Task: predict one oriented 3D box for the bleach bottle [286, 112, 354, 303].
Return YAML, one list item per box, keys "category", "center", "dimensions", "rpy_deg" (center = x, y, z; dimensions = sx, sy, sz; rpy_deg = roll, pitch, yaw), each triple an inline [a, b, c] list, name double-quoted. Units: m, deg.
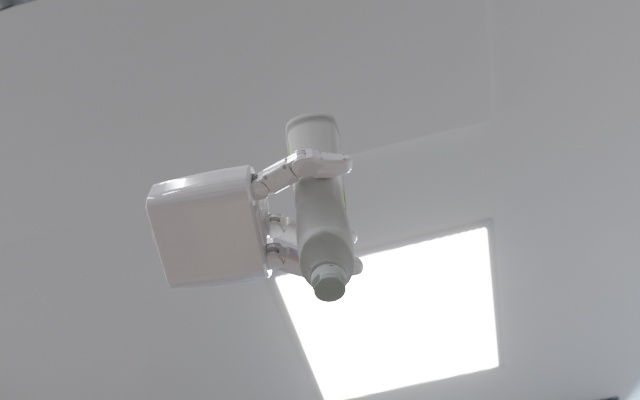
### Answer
- category: "bleach bottle"
  center: [0.000, 0.002, 0.506]
  dimensions: [0.068, 0.103, 0.250]
  rpy_deg: [-9, 33, 2]
